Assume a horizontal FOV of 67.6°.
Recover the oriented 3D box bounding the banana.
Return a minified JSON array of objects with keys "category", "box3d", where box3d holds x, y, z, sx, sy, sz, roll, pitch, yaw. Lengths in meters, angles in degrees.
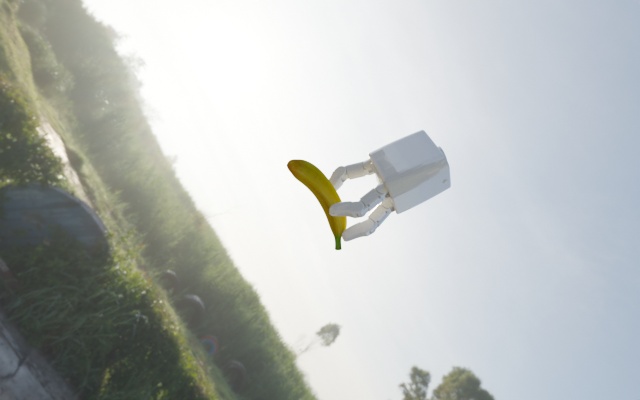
[{"category":"banana","box3d":[0.003,-0.007,0.794,0.037,0.198,0.069,-18,35,20]}]
